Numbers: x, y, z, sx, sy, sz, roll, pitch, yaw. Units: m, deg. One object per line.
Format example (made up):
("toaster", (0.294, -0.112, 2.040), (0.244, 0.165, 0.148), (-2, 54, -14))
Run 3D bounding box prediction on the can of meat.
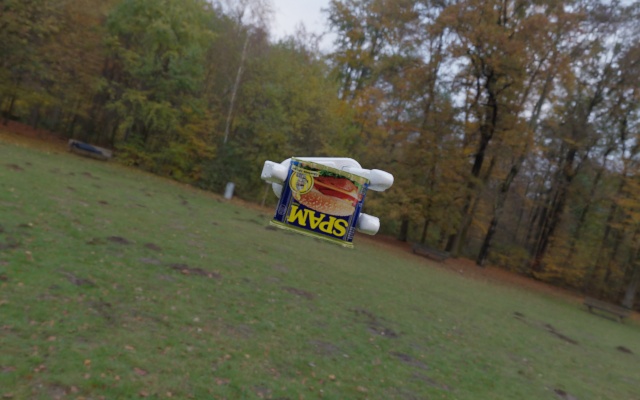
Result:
("can of meat", (0.000, 0.002, 0.566), (0.102, 0.084, 0.057), (17, -1, -5))
